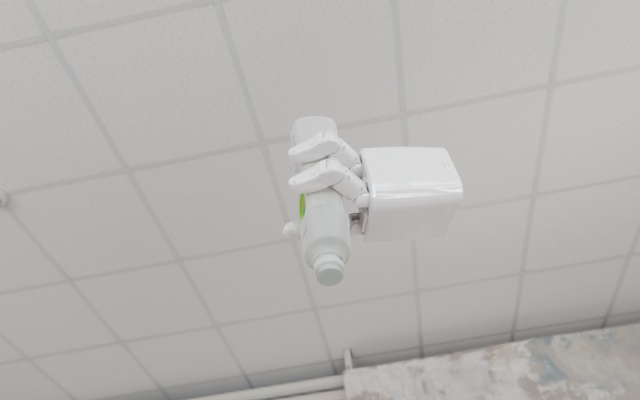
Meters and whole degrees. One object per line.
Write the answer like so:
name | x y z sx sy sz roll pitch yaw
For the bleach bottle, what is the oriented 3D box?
bleach bottle | 0.000 0.002 0.581 0.068 0.103 0.250 -2 41 -4
